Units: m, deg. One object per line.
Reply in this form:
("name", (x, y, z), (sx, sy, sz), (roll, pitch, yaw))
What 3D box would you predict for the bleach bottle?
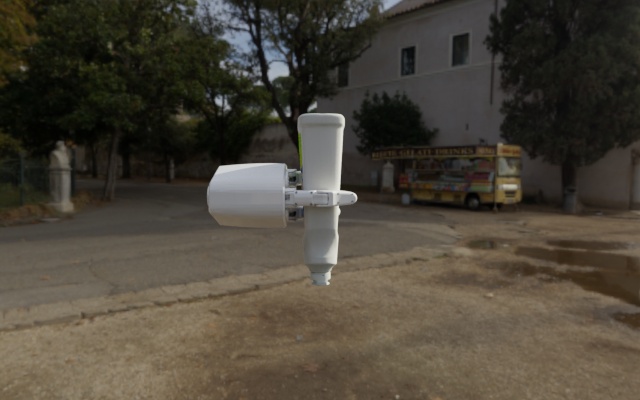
("bleach bottle", (0.000, 0.002, 0.713), (0.068, 0.251, 0.102), (0, 3, -2))
